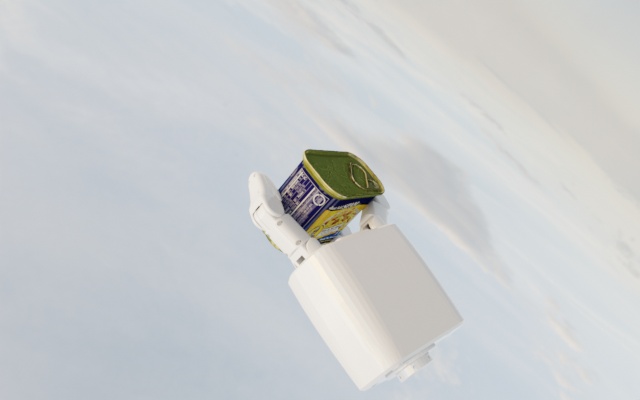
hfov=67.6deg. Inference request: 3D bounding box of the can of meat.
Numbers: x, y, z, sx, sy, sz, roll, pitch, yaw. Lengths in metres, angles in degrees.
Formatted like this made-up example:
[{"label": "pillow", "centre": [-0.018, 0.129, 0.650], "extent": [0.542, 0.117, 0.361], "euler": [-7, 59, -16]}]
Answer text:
[{"label": "can of meat", "centre": [0.000, 0.002, 0.456], "extent": [0.084, 0.057, 0.102], "euler": [-48, -22, 26]}]
